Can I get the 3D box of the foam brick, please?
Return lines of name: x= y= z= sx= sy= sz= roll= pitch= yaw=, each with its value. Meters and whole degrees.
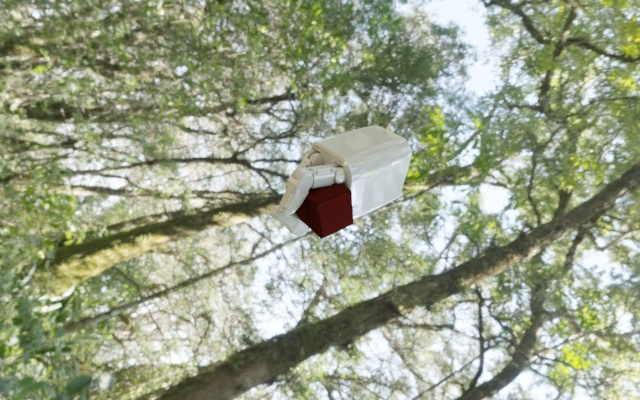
foam brick: x=0.000 y=0.002 z=0.613 sx=0.051 sy=0.053 sz=0.078 roll=-21 pitch=35 yaw=-24
